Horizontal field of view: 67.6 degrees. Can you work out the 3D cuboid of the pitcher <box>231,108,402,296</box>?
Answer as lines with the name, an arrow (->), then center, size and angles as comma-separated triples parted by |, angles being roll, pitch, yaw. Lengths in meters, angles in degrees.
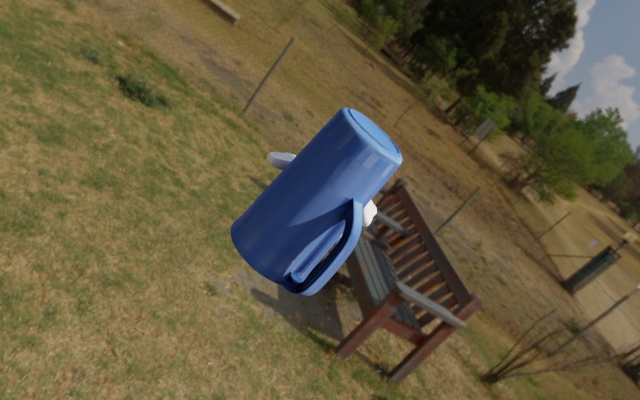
pitcher -> 0.000, 0.002, 0.656 | 0.149, 0.243, 0.145 | 41, 20, -1
